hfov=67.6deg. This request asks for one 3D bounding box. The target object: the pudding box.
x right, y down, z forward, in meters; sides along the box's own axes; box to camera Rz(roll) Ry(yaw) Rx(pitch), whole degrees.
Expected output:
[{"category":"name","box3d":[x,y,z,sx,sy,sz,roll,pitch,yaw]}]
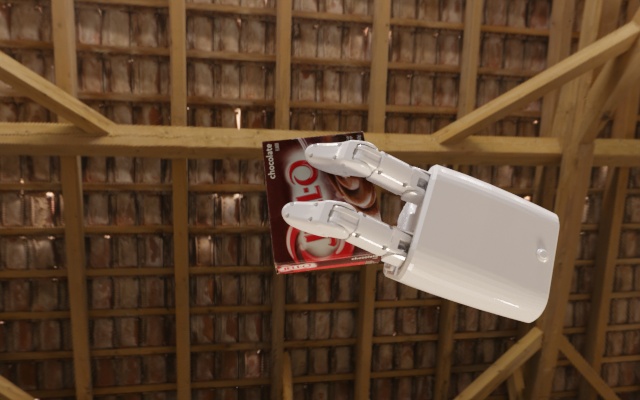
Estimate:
[{"category":"pudding box","box3d":[0.000,0.001,0.406,0.090,0.113,0.039,-6,-23,-6]}]
